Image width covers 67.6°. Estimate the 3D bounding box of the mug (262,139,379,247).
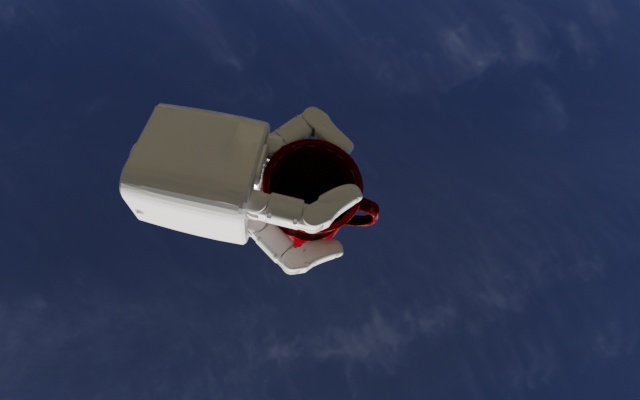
[{"bbox_3d":[0.001,0.002,0.473,0.117,0.093,0.081,13,-21,-3],"label":"mug"}]
